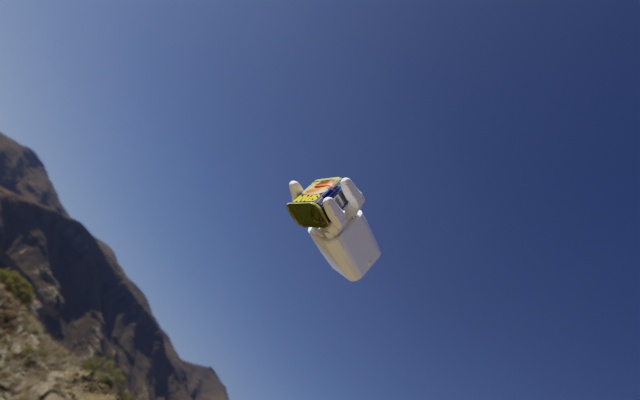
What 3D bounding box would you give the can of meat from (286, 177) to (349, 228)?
[{"bbox_3d":[0.000,0.003,0.892,0.084,0.057,0.102,-44,23,-29],"label":"can of meat"}]
